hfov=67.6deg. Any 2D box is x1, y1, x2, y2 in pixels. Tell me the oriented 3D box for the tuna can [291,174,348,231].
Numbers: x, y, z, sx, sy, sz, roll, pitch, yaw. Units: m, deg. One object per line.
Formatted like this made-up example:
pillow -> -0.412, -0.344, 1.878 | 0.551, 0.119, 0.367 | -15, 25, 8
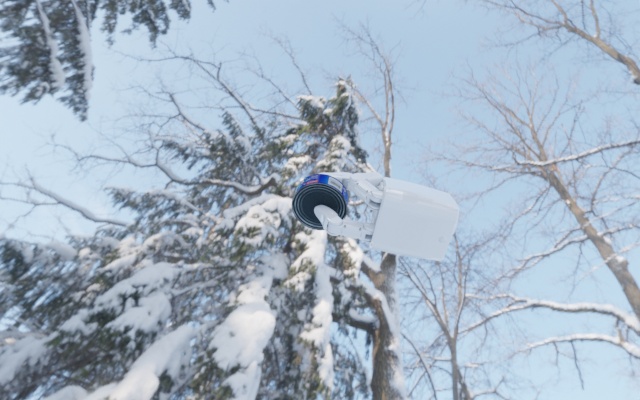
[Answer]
tuna can -> 0.000, 0.002, 0.738 | 0.086, 0.086, 0.033 | 0, 33, 8
